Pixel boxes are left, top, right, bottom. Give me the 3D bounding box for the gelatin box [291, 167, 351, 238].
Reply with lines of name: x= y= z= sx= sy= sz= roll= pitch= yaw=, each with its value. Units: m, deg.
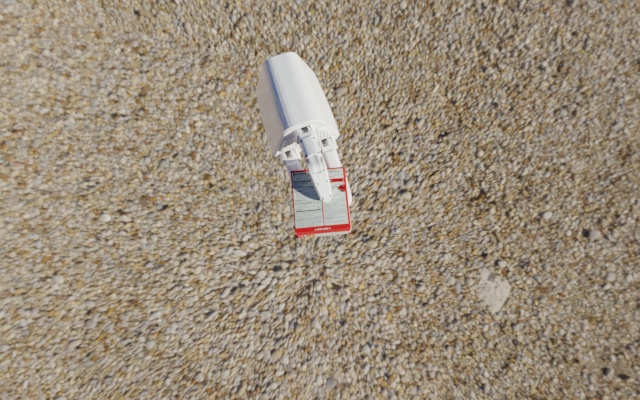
gelatin box: x=0.000 y=0.002 z=0.632 sx=0.073 sy=0.089 sz=0.030 roll=-5 pitch=-16 yaw=0
